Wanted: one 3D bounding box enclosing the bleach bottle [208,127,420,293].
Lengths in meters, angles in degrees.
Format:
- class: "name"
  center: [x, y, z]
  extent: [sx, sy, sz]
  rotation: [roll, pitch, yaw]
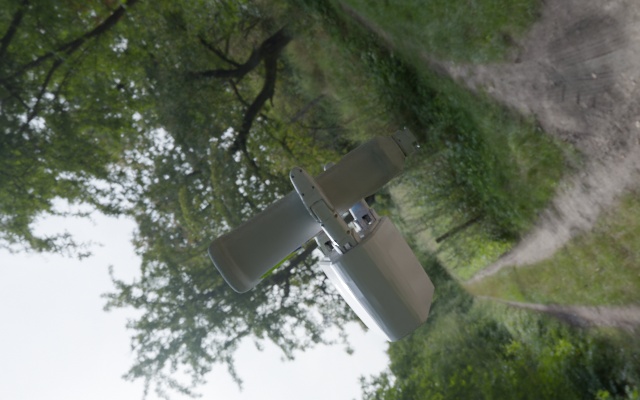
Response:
- class: "bleach bottle"
  center: [0.000, 0.002, 0.535]
  extent: [0.251, 0.068, 0.102]
  rotation: [-36, -1, 6]
